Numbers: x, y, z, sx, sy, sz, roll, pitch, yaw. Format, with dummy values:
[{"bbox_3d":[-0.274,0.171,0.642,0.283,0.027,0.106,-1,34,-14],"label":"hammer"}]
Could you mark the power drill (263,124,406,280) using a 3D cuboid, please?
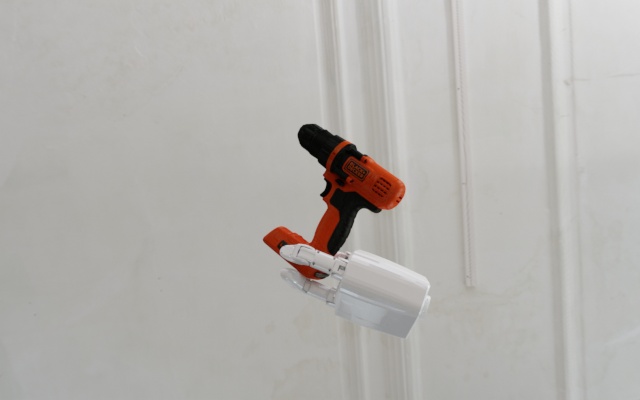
[{"bbox_3d":[0.000,0.003,0.677,0.184,0.187,0.057,38,9,24],"label":"power drill"}]
